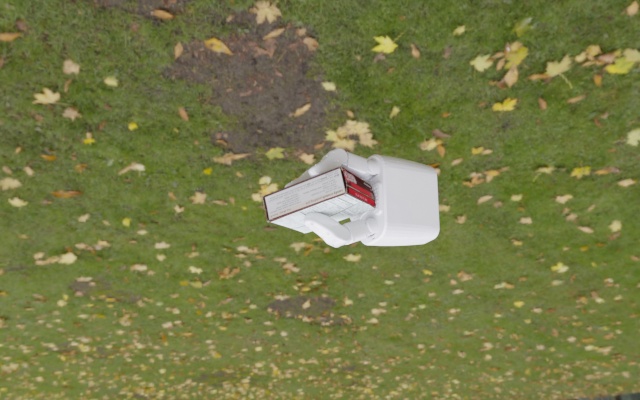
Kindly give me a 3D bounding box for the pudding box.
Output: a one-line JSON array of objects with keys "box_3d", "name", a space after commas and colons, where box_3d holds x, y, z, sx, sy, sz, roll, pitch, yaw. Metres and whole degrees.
[{"box_3d": [0.000, 0.002, 0.590, 0.113, 0.039, 0.090, -22, -22, 22], "name": "pudding box"}]
